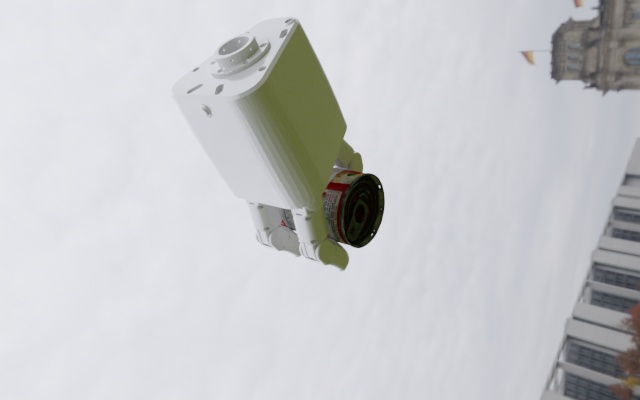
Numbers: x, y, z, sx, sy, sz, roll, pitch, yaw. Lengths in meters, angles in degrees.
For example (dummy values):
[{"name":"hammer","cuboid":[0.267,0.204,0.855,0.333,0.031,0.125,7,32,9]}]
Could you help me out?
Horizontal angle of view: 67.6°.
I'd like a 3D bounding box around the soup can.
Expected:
[{"name":"soup can","cuboid":[0.000,0.002,0.454,0.102,0.068,0.068,11,7,37]}]
